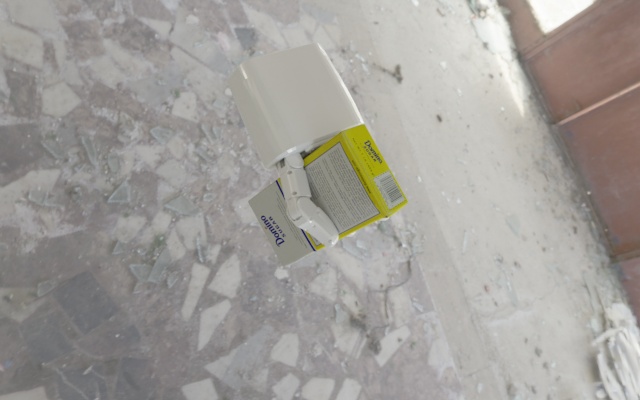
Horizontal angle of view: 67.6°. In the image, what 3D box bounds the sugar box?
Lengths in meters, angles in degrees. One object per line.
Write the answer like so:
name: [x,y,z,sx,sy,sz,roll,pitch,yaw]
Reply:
sugar box: [0.000,0.001,0.516,0.048,0.093,0.176,-26,-3,-43]
